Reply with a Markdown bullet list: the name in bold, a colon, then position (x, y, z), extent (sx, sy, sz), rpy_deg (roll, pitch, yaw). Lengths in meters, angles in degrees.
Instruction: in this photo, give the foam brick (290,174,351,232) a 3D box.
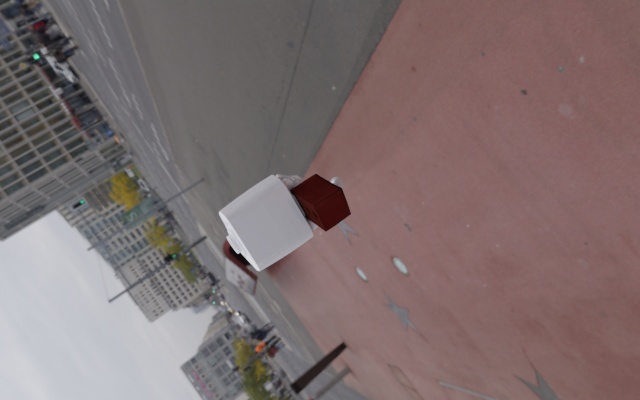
- **foam brick**: position (0.000, 0.002, 0.734), extent (0.051, 0.053, 0.078), rpy_deg (-34, 33, -17)
